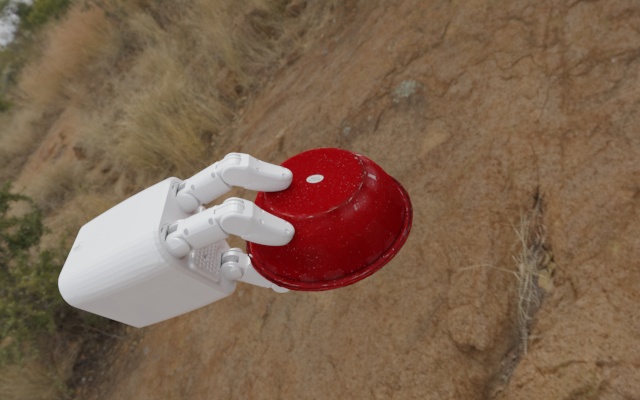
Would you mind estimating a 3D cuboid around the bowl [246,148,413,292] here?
[{"bbox_3d":[0.001,0.001,0.434,0.162,0.055,0.162,-10,42,9],"label":"bowl"}]
